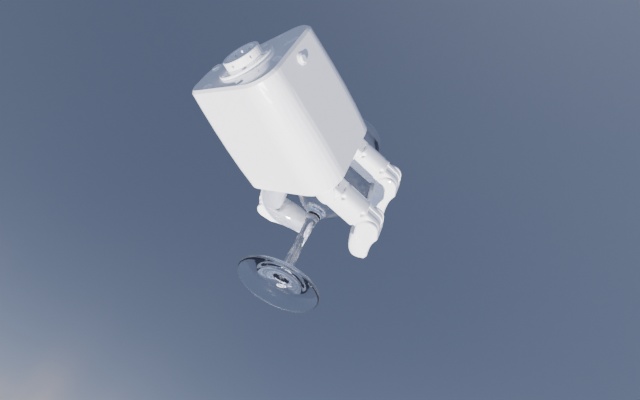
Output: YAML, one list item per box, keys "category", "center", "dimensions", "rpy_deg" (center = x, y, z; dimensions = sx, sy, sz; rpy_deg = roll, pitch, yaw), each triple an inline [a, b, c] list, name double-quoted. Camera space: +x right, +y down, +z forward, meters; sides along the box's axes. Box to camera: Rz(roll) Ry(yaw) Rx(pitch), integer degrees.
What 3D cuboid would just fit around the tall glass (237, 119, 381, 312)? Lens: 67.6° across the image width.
- category: "tall glass"
  center: [0.000, 0.002, 0.456]
  dimensions: [0.079, 0.079, 0.201]
  rpy_deg: [0, 44, 30]
